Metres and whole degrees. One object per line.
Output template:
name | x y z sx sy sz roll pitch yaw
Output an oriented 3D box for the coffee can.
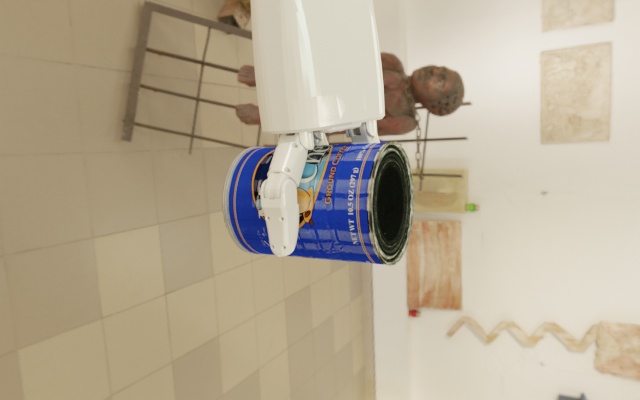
coffee can | 0.000 0.002 0.424 0.140 0.103 0.103 1 0 29
